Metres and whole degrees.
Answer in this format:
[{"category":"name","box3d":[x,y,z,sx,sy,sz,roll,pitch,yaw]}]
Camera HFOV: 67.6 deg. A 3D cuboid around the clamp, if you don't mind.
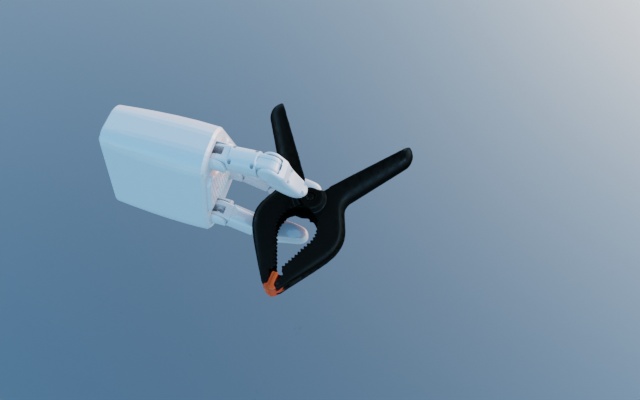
[{"category":"clamp","box3d":[0.000,0.002,0.491,0.164,0.210,0.036,14,-25,6]}]
